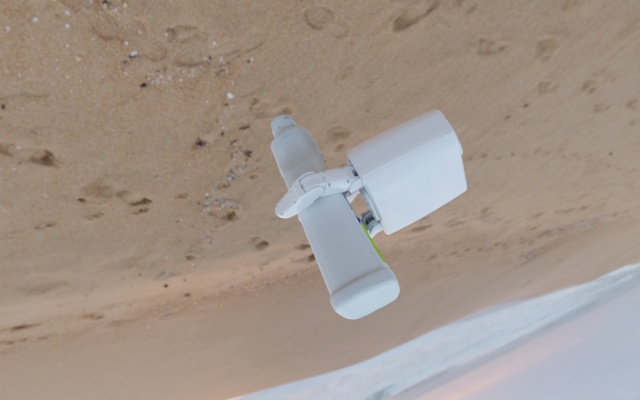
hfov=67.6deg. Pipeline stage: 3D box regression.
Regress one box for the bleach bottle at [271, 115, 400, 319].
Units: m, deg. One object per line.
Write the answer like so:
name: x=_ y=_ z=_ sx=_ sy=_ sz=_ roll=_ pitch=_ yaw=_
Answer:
bleach bottle: x=0.000 y=0.002 z=0.530 sx=0.068 sy=0.250 sz=0.103 roll=-28 pitch=-25 yaw=2
